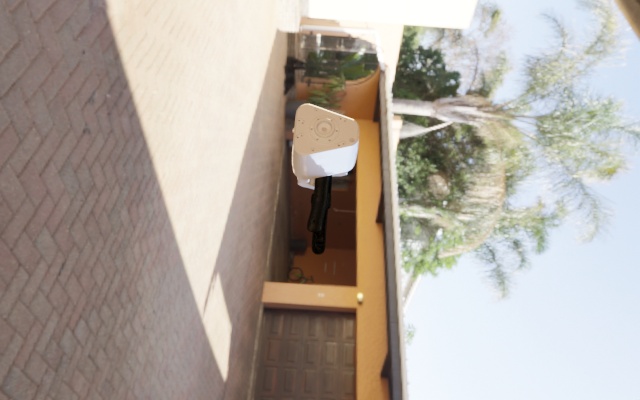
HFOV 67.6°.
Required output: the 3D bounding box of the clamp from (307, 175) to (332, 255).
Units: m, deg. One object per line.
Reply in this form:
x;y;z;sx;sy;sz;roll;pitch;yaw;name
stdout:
0.001;0.003;0.857;0.039;0.171;0.120;4;-18;0;clamp
